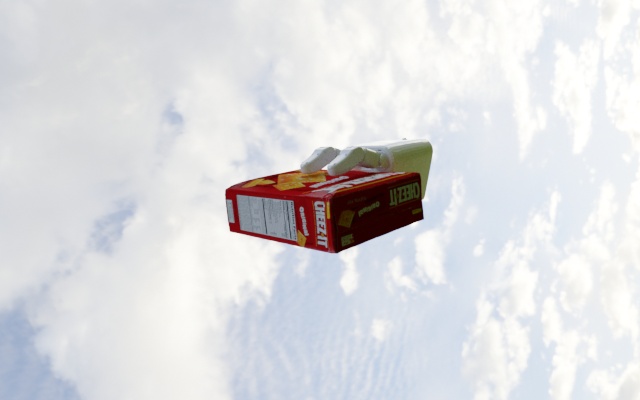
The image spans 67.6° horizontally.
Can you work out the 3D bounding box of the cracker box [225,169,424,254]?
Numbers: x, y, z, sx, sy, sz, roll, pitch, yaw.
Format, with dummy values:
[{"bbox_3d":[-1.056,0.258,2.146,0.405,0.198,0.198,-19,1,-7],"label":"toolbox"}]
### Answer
[{"bbox_3d":[0.000,0.002,0.631,0.164,0.072,0.213,-16,14,-41],"label":"cracker box"}]
